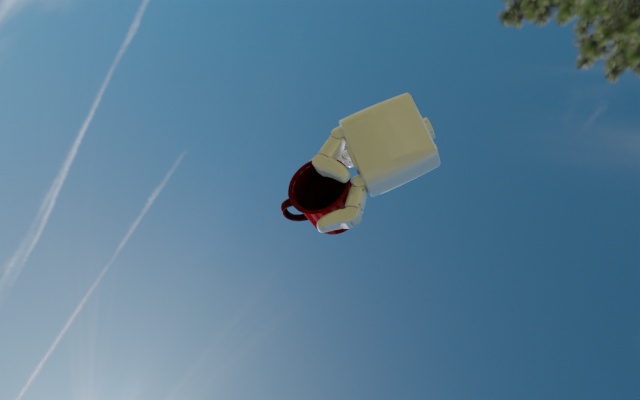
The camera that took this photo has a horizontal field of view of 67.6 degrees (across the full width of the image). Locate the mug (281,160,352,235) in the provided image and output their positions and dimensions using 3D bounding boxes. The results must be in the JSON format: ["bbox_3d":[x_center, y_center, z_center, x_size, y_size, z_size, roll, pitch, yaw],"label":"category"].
[{"bbox_3d":[-0.001,0.003,0.699,0.117,0.093,0.081,-22,-36,10],"label":"mug"}]
